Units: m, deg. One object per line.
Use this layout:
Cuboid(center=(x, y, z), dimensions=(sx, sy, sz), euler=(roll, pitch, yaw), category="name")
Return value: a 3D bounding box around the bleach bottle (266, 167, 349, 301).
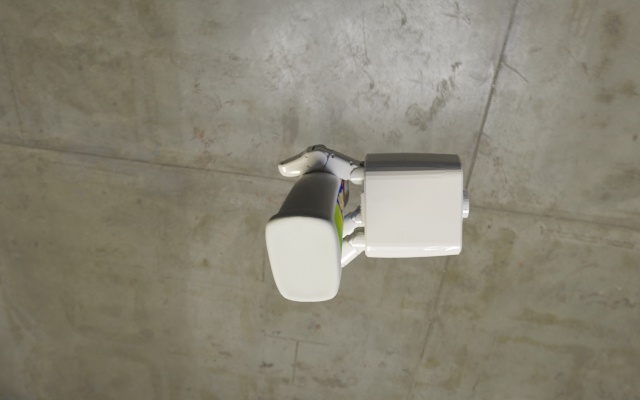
Cuboid(center=(0.000, 0.002, 0.555), dimensions=(0.068, 0.103, 0.250), euler=(-2, 27, 9), category="bleach bottle")
